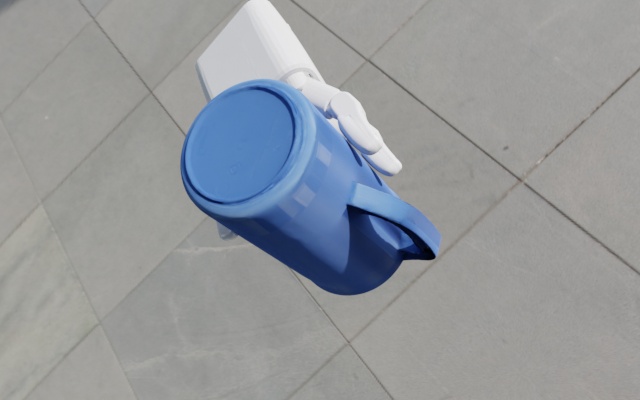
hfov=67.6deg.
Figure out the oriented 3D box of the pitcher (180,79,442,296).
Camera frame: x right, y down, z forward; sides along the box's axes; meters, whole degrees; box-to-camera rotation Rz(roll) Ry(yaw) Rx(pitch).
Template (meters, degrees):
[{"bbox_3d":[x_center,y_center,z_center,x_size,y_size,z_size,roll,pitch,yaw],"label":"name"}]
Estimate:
[{"bbox_3d":[0.000,0.001,0.423,0.149,0.145,0.243,-31,-28,10],"label":"pitcher"}]
